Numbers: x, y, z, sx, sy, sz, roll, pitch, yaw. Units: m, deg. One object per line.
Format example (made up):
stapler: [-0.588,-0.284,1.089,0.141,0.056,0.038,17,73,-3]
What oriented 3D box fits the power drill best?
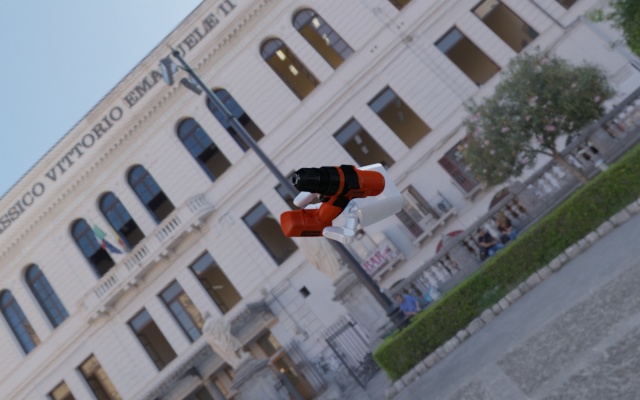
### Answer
power drill: [0.000,0.003,0.861,0.184,0.057,0.188,3,-31,-33]
